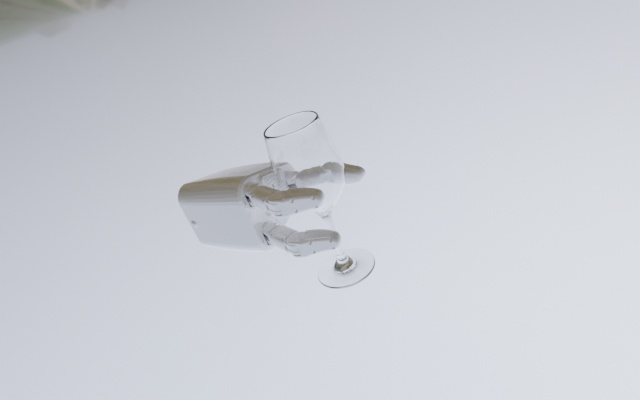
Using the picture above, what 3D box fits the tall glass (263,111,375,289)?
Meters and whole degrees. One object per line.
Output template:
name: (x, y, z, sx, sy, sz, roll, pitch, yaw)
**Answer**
tall glass: (0.000, 0.002, 0.547, 0.079, 0.201, 0.079, -16, 28, 9)
